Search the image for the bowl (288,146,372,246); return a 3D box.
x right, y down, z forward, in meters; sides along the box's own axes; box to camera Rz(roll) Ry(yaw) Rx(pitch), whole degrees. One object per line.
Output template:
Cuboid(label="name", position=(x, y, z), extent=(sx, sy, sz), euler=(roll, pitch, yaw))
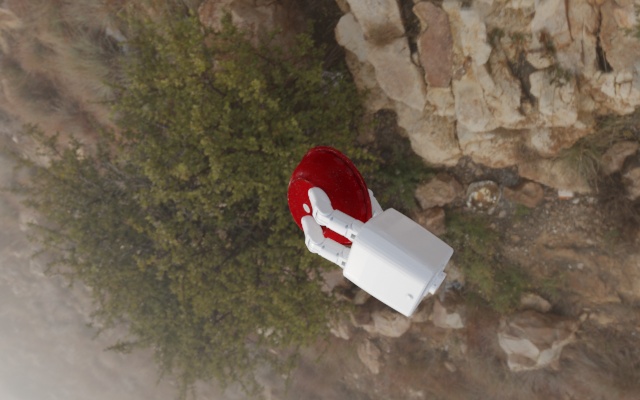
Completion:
Cuboid(label="bowl", position=(-0.001, 0.002, 0.717), extent=(0.055, 0.162, 0.162), euler=(-24, 15, -36))
